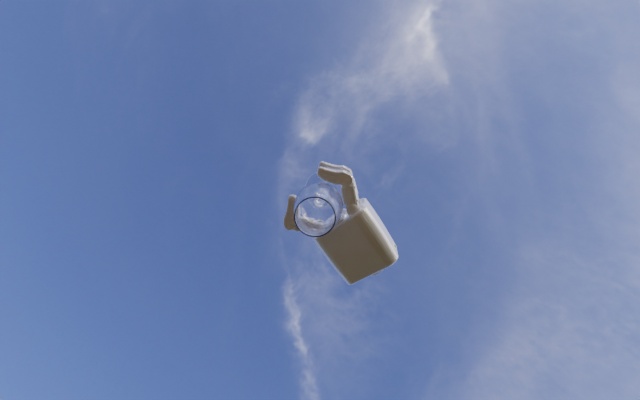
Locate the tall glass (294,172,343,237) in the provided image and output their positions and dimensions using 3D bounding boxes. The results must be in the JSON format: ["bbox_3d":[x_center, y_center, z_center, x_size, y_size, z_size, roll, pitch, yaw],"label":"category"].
[{"bbox_3d":[0.000,0.002,0.791,0.079,0.079,0.201,0,13,5],"label":"tall glass"}]
